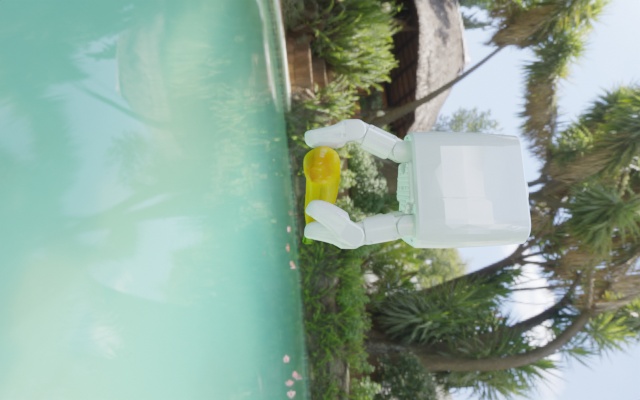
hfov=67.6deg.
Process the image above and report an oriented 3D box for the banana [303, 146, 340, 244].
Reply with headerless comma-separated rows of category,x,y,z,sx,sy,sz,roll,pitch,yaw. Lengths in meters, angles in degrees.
banana,0.001,-0.014,0.499,0.037,0.069,0.198,4,-23,0
